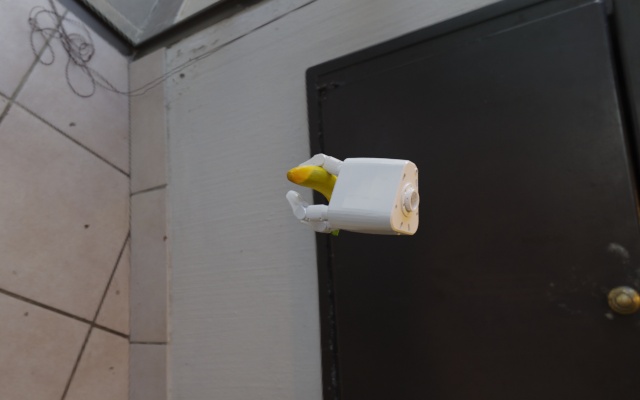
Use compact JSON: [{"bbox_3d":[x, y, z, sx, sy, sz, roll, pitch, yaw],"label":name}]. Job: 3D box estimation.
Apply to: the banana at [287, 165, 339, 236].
[{"bbox_3d":[0.010,-0.011,0.797,0.037,0.069,0.198,17,-23,36],"label":"banana"}]
